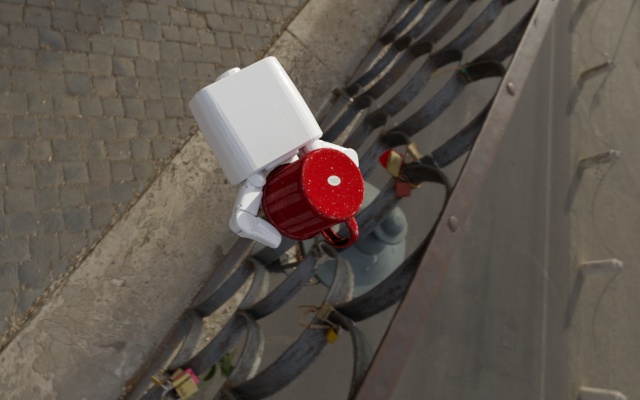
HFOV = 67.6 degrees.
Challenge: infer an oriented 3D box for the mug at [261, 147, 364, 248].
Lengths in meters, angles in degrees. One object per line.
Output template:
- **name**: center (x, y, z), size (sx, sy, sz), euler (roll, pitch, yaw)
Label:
- **mug**: center (0.001, 0.003, 0.523), size (0.093, 0.117, 0.081), euler (-36, 7, -34)
